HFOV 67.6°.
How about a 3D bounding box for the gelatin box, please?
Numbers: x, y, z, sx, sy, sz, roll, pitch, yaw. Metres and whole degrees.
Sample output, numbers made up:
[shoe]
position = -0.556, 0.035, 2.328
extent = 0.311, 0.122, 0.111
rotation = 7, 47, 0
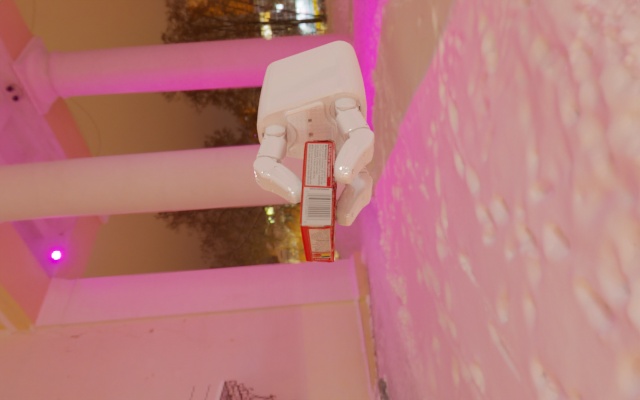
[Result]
[gelatin box]
position = 0.000, 0.002, 0.433
extent = 0.030, 0.089, 0.073
rotation = 1, -31, 3
